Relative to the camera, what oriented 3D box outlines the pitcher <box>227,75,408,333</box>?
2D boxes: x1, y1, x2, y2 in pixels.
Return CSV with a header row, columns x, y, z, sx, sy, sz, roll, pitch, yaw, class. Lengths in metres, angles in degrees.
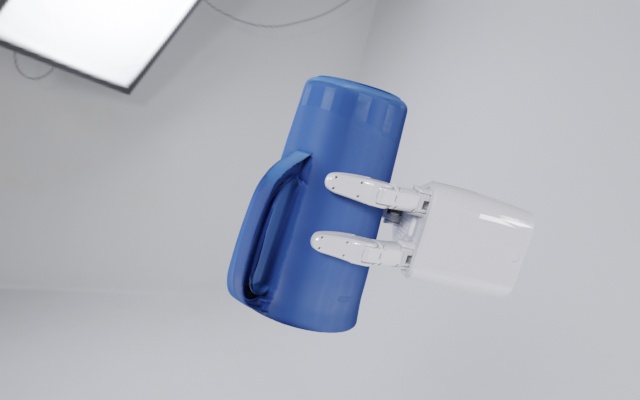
x,y,z,sx,sy,sz,roll,pitch,yaw,class
0.000,0.002,0.490,0.145,0.243,0.149,15,7,-7,pitcher
